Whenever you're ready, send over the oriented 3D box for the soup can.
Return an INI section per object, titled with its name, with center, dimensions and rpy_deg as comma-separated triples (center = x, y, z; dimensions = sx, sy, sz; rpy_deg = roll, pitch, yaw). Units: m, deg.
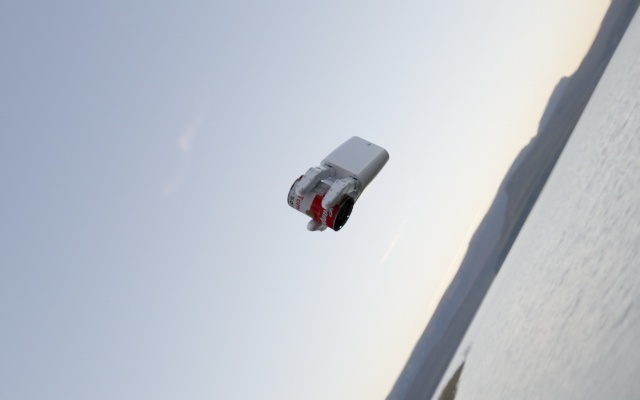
[soup can]
center = 0.000, 0.003, 0.852
dimensions = 0.102, 0.068, 0.068
rpy_deg = 28, 11, 21
